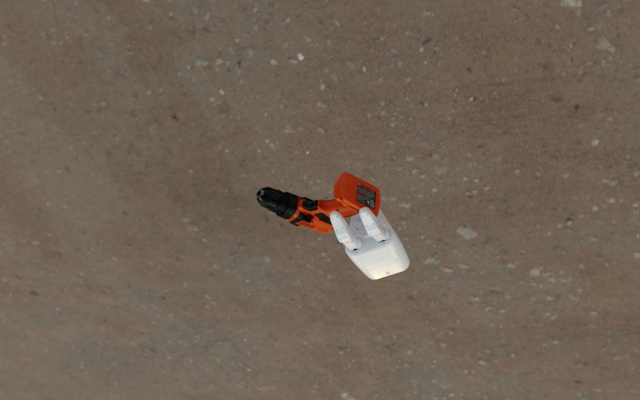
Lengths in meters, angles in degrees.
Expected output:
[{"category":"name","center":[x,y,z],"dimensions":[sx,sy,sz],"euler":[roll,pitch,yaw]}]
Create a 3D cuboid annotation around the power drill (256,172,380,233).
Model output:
[{"category":"power drill","center":[0.001,0.003,0.876],"dimensions":[0.184,0.057,0.188],"euler":[23,-26,-37]}]
